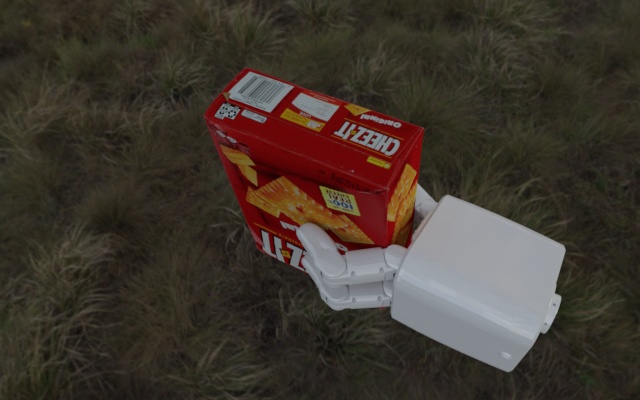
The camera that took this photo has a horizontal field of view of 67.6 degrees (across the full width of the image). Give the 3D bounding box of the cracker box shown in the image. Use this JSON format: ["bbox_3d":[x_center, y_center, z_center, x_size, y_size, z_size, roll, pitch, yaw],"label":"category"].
[{"bbox_3d":[0.000,0.001,0.439,0.164,0.072,0.214,23,-29,21],"label":"cracker box"}]
